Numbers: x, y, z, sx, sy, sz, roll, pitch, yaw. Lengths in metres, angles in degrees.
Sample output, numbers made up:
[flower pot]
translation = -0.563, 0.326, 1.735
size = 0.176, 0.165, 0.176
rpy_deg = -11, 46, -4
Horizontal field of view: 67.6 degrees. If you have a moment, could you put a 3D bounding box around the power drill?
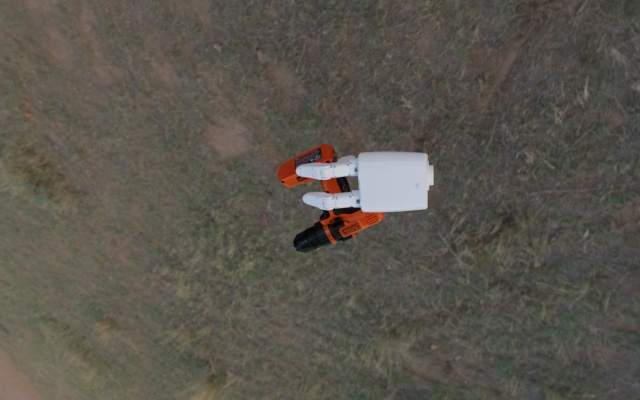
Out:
[power drill]
translation = 0.000, 0.002, 0.858
size = 0.184, 0.188, 0.057
rpy_deg = -26, 36, 11
